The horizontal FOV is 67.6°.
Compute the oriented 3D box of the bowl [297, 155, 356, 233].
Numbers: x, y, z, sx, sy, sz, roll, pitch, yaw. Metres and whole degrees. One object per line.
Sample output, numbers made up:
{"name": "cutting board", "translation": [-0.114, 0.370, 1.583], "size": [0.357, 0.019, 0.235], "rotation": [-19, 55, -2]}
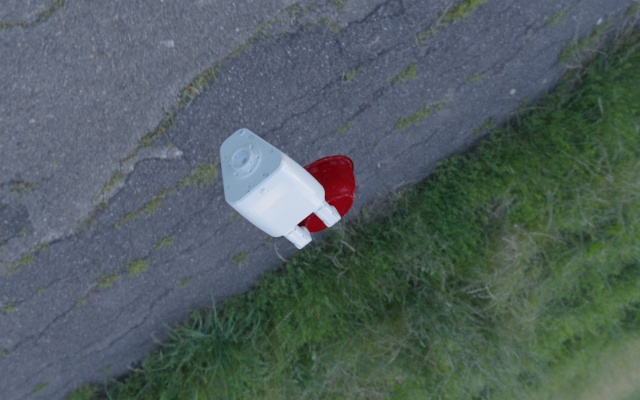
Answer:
{"name": "bowl", "translation": [0.001, 0.003, 0.767], "size": [0.162, 0.055, 0.162], "rotation": [-29, -25, -15]}
